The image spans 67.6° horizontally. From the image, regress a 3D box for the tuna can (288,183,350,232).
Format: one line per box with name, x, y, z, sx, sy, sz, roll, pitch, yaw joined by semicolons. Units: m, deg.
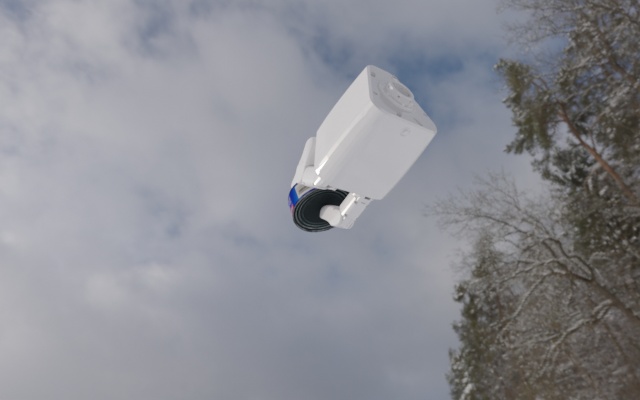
tuna can;0.000;0.002;0.643;0.086;0.033;0.086;-12;-42;-11
